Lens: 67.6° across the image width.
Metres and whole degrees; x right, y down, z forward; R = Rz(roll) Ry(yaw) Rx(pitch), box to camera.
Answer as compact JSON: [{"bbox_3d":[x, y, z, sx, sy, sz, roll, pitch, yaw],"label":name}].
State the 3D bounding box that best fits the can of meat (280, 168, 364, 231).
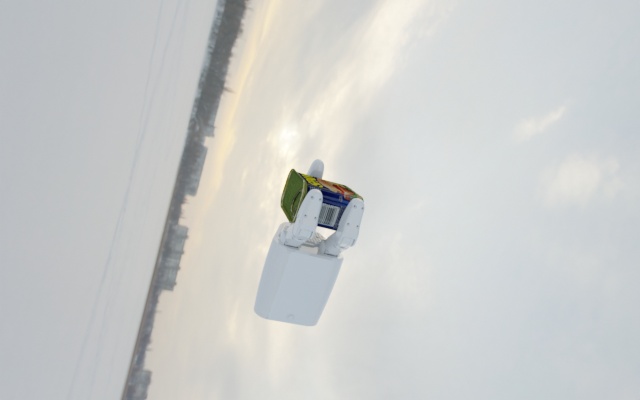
[{"bbox_3d":[0.000,0.002,0.627,0.084,0.057,0.102,15,11,-17],"label":"can of meat"}]
